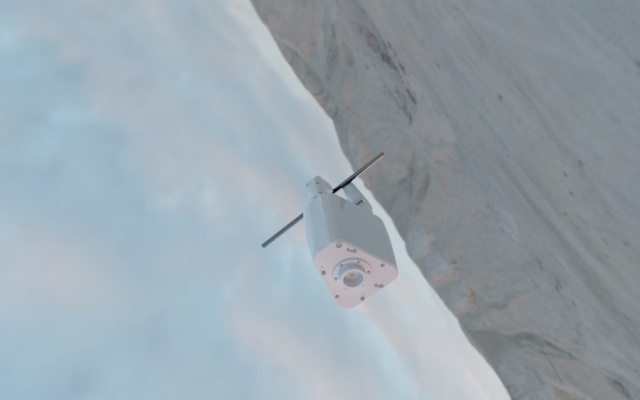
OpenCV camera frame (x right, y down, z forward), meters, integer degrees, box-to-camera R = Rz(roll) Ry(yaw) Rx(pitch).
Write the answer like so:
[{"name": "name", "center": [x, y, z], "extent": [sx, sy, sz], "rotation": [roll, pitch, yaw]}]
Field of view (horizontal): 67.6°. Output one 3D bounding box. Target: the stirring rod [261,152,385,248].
[{"name": "stirring rod", "center": [0.000, 0.002, 0.730], "extent": [0.239, 0.011, 0.011], "rotation": [-38, -12, 16]}]
